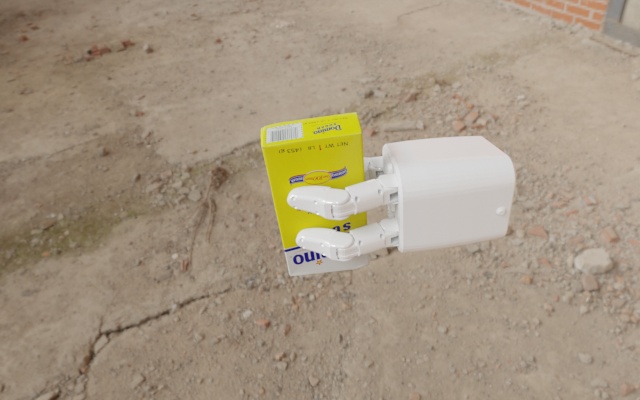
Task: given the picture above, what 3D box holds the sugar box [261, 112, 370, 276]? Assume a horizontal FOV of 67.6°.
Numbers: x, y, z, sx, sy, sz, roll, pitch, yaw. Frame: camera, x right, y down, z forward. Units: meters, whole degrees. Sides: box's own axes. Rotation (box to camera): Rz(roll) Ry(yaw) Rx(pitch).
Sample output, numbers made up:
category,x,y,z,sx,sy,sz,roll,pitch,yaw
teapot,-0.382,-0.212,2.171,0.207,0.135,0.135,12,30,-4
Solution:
category,x,y,z,sx,sy,sz,roll,pitch,yaw
sugar box,0.000,0.002,0.488,0.093,0.176,0.048,-8,37,2
